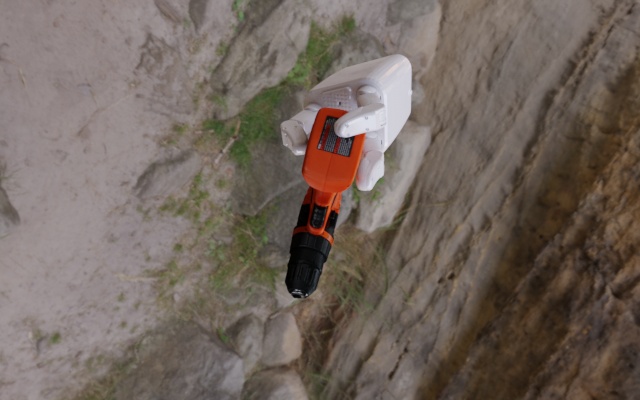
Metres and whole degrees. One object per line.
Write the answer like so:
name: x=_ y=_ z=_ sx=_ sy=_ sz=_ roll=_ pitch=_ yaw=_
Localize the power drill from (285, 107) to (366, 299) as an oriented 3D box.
power drill: x=0.000 y=0.001 z=0.553 sx=0.057 sy=0.184 sz=0.188 roll=14 pitch=-34 yaw=-1
